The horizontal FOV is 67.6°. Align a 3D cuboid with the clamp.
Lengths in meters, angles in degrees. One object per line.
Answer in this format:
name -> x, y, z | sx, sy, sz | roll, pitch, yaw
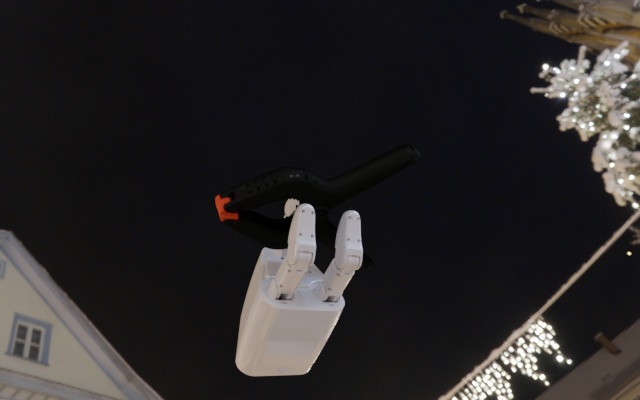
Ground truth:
clamp -> -0.001, 0.001, 0.498 | 0.210, 0.165, 0.036 | 8, 29, -29
